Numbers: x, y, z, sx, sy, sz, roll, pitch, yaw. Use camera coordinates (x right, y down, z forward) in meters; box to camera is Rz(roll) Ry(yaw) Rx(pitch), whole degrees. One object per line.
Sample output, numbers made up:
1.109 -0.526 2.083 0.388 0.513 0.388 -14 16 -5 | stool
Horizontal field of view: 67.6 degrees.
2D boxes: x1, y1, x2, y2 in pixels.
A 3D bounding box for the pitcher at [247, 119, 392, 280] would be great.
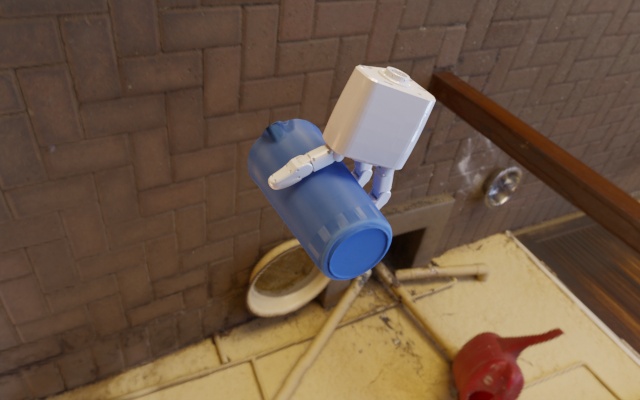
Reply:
0.000 0.002 0.697 0.149 0.145 0.242 5 34 -36 | pitcher
